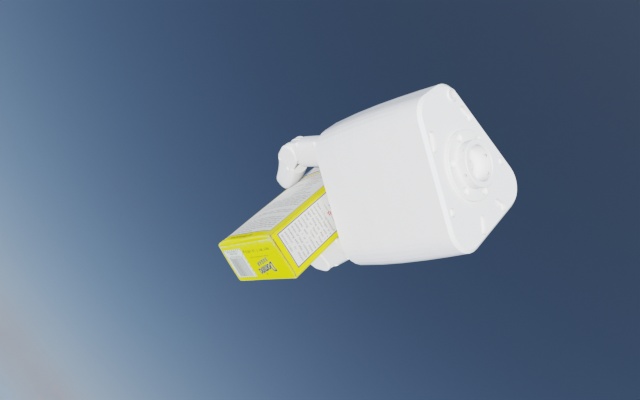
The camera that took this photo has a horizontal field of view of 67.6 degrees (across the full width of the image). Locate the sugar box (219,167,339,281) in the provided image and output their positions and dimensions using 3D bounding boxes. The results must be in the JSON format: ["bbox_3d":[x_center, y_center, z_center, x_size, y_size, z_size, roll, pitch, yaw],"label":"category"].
[{"bbox_3d":[0.000,0.002,0.431,0.176,0.048,0.093,-38,15,-35],"label":"sugar box"}]
